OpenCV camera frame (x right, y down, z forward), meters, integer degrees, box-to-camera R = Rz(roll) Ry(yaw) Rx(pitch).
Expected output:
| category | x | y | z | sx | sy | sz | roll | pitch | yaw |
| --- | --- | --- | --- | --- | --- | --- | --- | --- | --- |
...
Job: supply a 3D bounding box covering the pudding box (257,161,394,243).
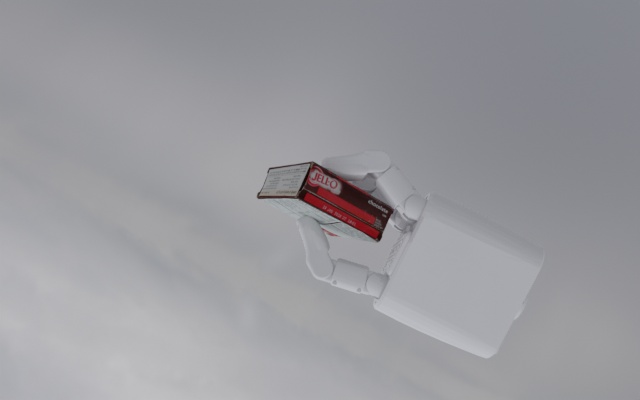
| category | x | y | z | sx | sy | sz | roll | pitch | yaw |
| --- | --- | --- | --- | --- | --- | --- | --- | --- | --- |
| pudding box | 0.000 | 0.002 | 0.447 | 0.090 | 0.039 | 0.113 | 30 | -13 | -23 |
